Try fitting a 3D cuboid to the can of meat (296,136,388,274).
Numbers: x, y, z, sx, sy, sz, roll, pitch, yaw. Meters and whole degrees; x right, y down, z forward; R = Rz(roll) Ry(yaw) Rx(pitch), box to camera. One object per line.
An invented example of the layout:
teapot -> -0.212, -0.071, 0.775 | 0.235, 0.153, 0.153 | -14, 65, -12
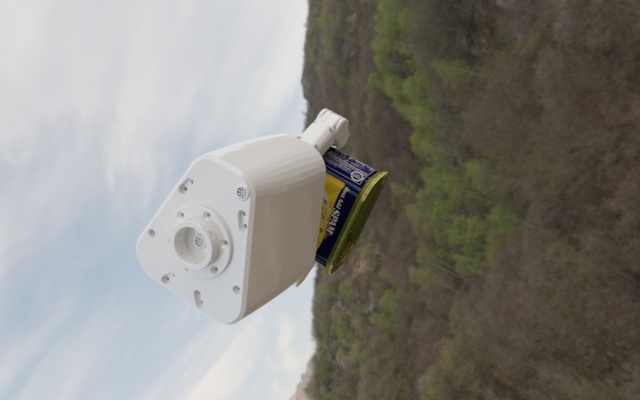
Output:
can of meat -> 0.000, 0.001, 0.436 | 0.084, 0.102, 0.057 | 30, 26, 14
